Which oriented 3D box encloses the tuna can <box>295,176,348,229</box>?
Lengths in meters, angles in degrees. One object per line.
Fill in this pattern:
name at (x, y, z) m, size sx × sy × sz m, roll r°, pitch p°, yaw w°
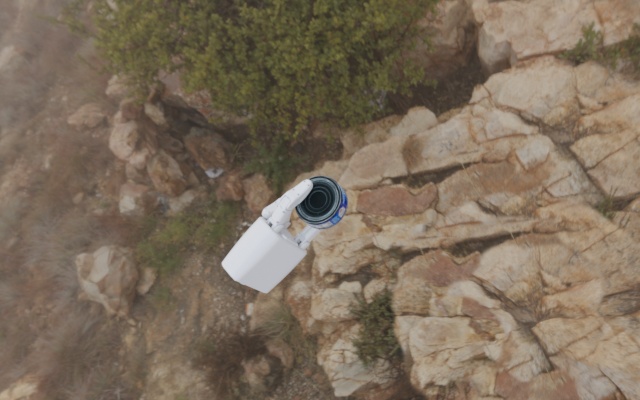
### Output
tuna can at (0.000, 0.002, 0.794) m, size 0.086 × 0.086 × 0.034 m, roll 0°, pitch -17°, yaw 21°
